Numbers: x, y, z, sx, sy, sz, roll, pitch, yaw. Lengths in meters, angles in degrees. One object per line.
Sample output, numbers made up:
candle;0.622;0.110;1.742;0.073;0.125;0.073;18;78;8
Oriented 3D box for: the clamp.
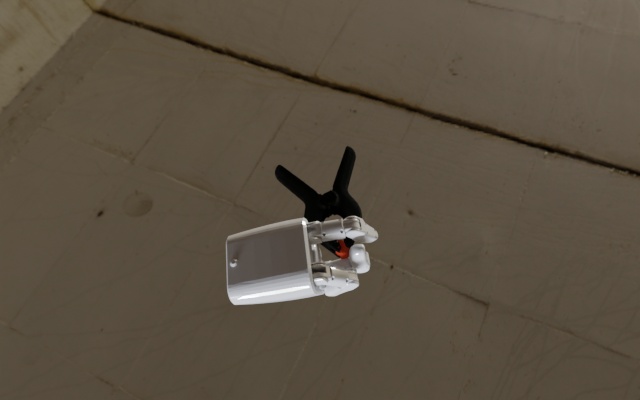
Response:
clamp;0.000;0.003;0.666;0.120;0.171;0.039;-11;-33;6
